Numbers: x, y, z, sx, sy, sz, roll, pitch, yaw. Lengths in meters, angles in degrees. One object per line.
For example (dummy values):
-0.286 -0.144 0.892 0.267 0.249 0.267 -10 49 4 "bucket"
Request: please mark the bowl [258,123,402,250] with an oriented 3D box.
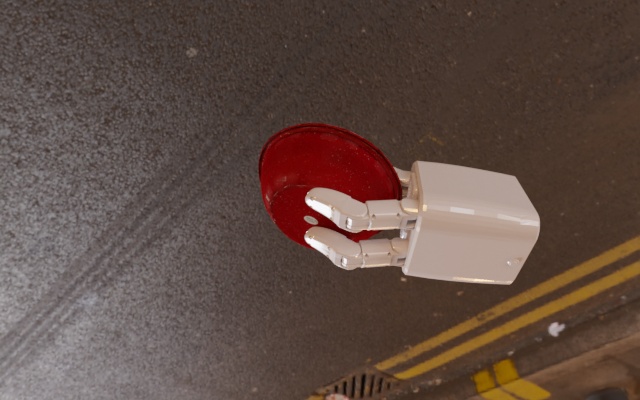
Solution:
-0.001 0.002 0.497 0.162 0.162 0.055 0 41 24 "bowl"
